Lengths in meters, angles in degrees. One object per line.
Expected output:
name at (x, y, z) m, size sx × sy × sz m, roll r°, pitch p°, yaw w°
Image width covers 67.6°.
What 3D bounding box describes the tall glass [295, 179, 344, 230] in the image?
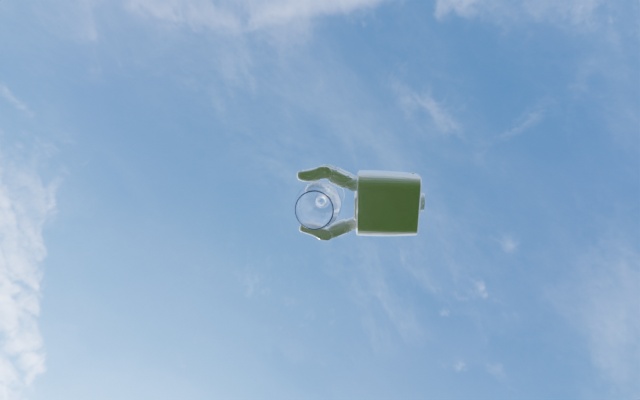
tall glass at (0.000, 0.003, 0.837) m, size 0.079 × 0.079 × 0.201 m, roll 0°, pitch 7°, yaw 6°
